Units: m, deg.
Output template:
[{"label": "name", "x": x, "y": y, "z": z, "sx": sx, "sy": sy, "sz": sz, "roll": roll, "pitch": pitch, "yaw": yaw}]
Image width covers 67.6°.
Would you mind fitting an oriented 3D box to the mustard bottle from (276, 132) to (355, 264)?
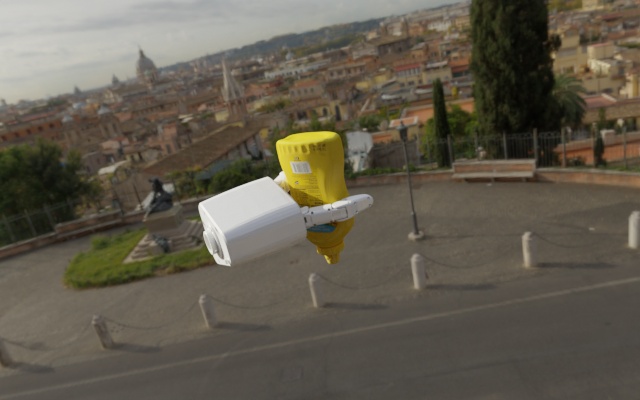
[{"label": "mustard bottle", "x": 0.000, "y": 0.002, "z": 0.673, "sx": 0.096, "sy": 0.192, "sz": 0.058, "roll": 3, "pitch": 24, "yaw": 37}]
